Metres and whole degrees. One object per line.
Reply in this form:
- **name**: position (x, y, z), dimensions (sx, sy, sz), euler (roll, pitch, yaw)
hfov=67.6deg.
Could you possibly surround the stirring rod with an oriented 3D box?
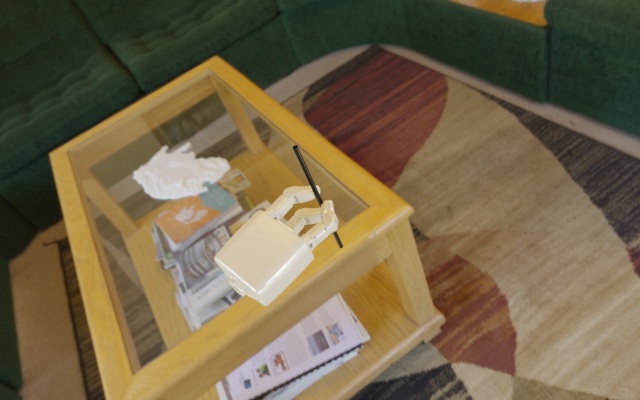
- **stirring rod**: position (0.000, 0.003, 0.779), dimensions (0.011, 0.011, 0.240), euler (0, -42, 25)
